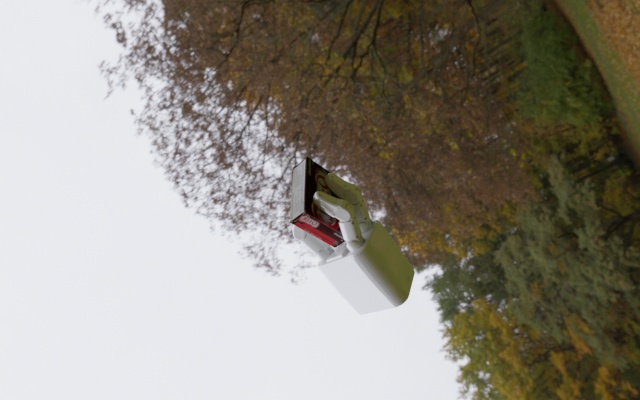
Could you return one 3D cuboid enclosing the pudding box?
[{"bbox_3d":[0.000,0.002,0.709,0.090,0.113,0.039,33,-53,-32],"label":"pudding box"}]
